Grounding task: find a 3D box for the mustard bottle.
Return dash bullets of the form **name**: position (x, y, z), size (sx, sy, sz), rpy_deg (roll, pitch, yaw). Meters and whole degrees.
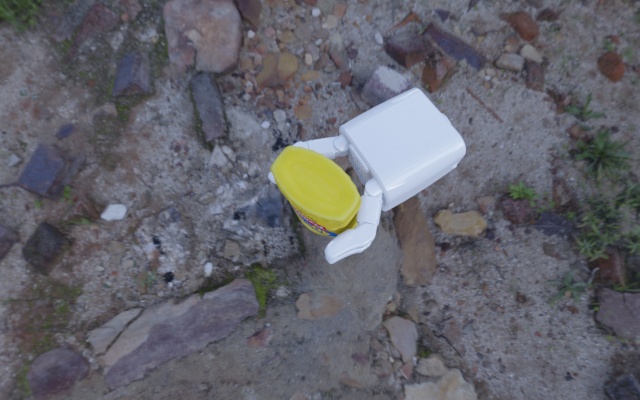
- **mustard bottle**: position (0.000, 0.002, 0.556), size (0.096, 0.058, 0.192), rpy_deg (35, -8, 10)
